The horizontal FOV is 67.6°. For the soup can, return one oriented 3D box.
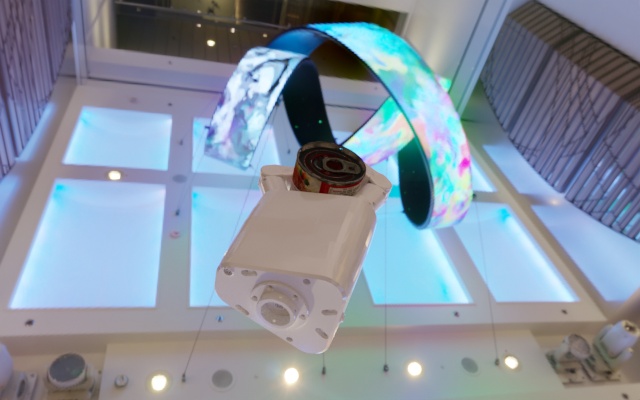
[{"bbox_3d":[0.000,0.001,0.483,0.068,0.102,0.068,10,37,-8],"label":"soup can"}]
